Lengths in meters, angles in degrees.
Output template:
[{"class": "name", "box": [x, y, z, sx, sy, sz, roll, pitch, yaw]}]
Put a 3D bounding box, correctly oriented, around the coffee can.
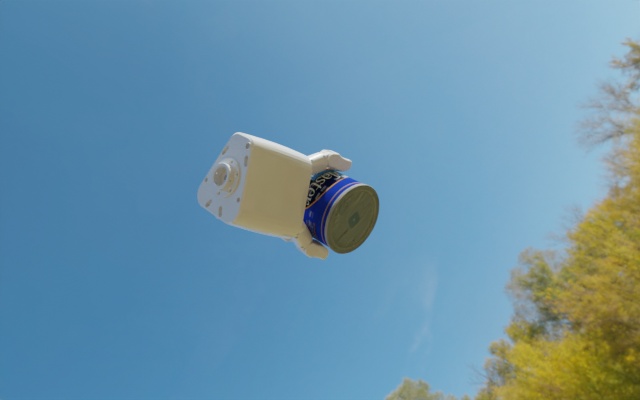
[{"class": "coffee can", "box": [0.000, 0.002, 0.698, 0.103, 0.103, 0.140, 0, 21, -46]}]
